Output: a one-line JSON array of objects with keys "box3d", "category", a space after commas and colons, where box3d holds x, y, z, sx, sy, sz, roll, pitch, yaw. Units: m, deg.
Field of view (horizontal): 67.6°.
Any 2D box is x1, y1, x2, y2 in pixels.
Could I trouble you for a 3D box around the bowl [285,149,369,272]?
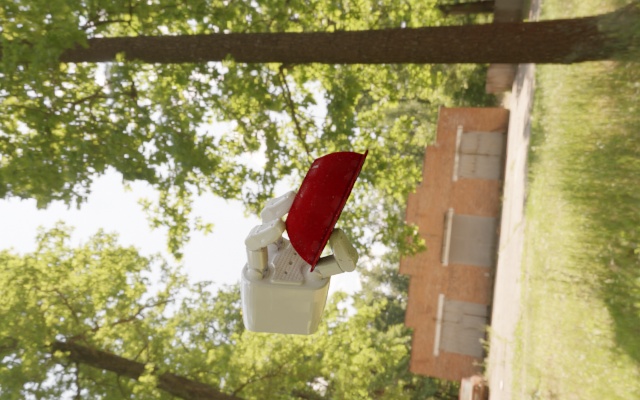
[{"box3d": [0.000, 0.001, 0.573, 0.055, 0.162, 0.162, 25, 0, 1], "category": "bowl"}]
